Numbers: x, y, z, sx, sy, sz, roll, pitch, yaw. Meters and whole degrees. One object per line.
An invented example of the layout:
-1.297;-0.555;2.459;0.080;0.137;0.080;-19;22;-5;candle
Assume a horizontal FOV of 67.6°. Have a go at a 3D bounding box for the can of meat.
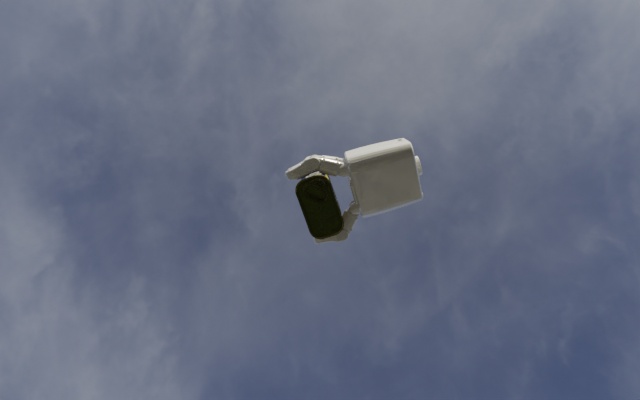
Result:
0.000;0.003;0.791;0.057;0.102;0.084;-19;11;6;can of meat
